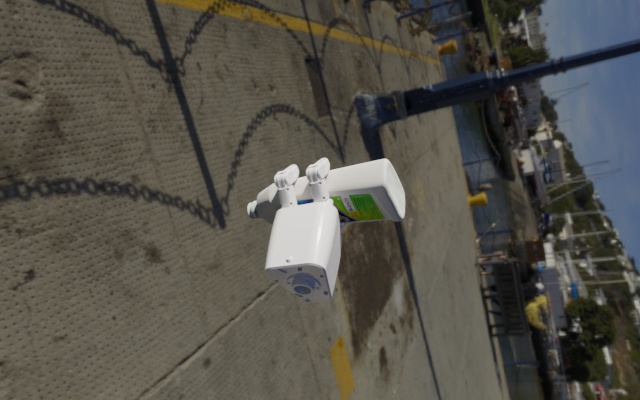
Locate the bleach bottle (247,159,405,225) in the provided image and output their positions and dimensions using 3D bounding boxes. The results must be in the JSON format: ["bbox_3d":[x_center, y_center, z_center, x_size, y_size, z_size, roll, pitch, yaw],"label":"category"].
[{"bbox_3d":[0.000,0.002,0.764,0.251,0.068,0.103,-10,-42,24],"label":"bleach bottle"}]
